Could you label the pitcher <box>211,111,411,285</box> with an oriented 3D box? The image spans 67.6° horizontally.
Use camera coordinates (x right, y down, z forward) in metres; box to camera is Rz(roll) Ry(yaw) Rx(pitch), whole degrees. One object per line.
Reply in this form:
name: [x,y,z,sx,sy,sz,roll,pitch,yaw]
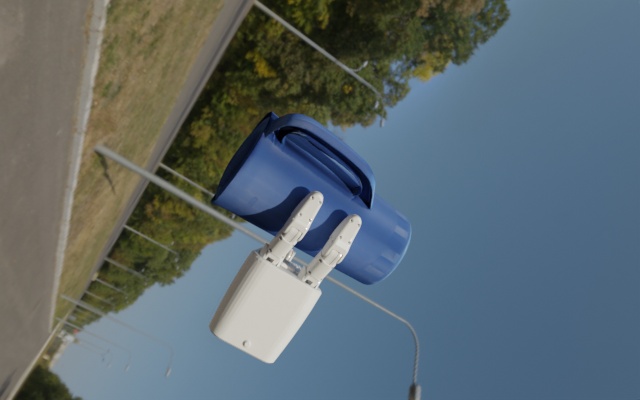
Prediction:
pitcher: [0.000,0.002,0.605,0.243,0.145,0.149,33,0,-16]
